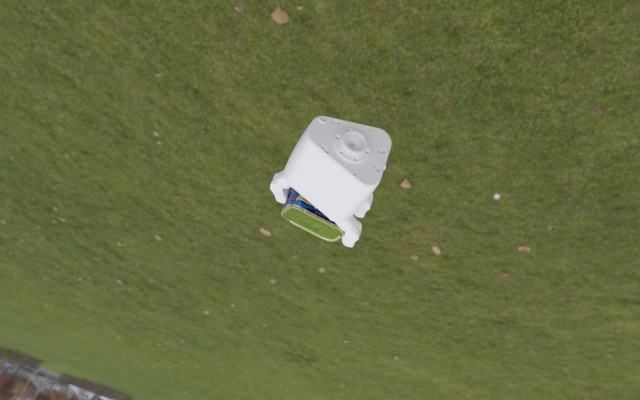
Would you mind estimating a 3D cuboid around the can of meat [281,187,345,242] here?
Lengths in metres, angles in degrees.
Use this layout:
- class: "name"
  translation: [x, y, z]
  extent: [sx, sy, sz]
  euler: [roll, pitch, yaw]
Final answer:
- class: "can of meat"
  translation: [0.000, 0.003, 0.719]
  extent: [0.102, 0.084, 0.057]
  euler: [27, -31, -12]
